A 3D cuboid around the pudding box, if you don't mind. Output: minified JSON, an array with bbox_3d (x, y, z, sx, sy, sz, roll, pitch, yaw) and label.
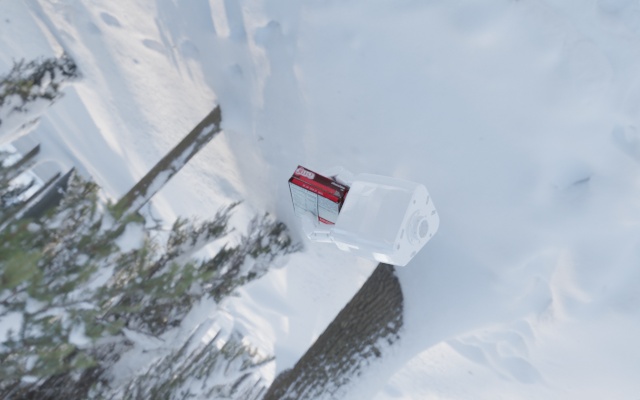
[{"bbox_3d":[0.000,0.003,0.751,0.090,0.039,0.114,26,-27,17],"label":"pudding box"}]
